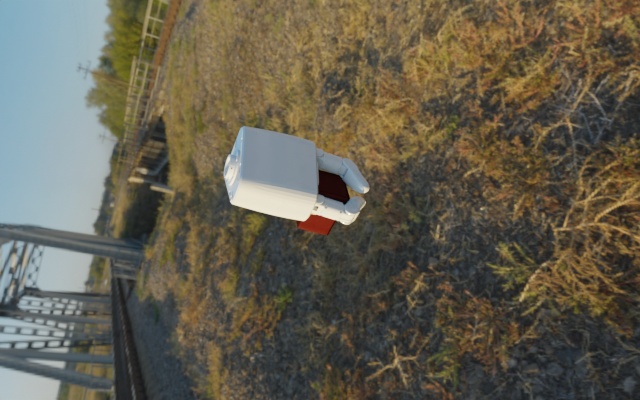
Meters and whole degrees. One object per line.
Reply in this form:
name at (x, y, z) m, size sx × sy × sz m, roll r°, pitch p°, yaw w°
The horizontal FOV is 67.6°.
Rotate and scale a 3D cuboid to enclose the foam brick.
foam brick at (0.000, 0.003, 0.693) m, size 0.051 × 0.078 × 0.053 m, roll 13°, pitch 37°, yaw -21°
